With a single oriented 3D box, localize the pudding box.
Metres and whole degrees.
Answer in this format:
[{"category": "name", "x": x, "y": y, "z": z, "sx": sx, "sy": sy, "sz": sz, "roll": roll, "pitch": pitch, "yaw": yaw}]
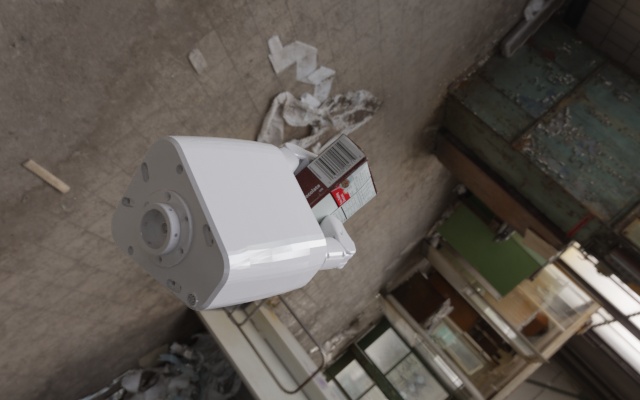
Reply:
[{"category": "pudding box", "x": 0.000, "y": 0.002, "z": 0.464, "sx": 0.113, "sy": 0.039, "sz": 0.090, "roll": -40, "pitch": -23, "yaw": -4}]
